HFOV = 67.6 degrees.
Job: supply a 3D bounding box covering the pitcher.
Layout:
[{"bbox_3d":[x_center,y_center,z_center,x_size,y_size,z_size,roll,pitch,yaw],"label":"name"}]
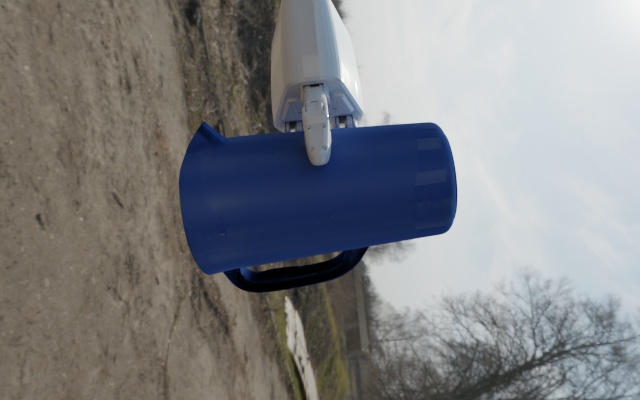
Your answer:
[{"bbox_3d":[0.000,0.001,0.466,0.243,0.145,0.149,-7,-19,2],"label":"pitcher"}]
